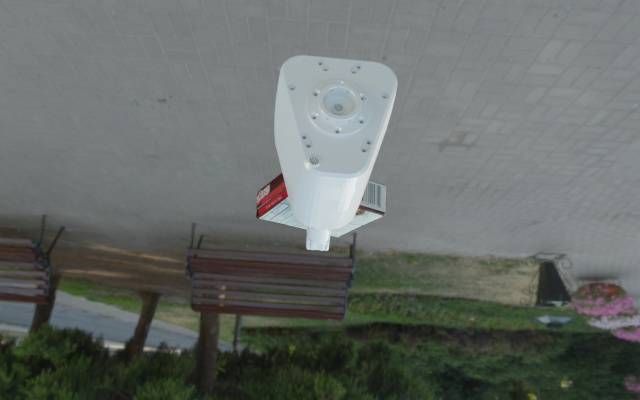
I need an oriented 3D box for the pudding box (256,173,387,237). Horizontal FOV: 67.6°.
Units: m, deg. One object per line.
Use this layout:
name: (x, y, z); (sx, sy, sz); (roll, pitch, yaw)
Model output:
pudding box: (0.000, 0.002, 0.509); (0.113, 0.039, 0.090); (17, -27, -29)
